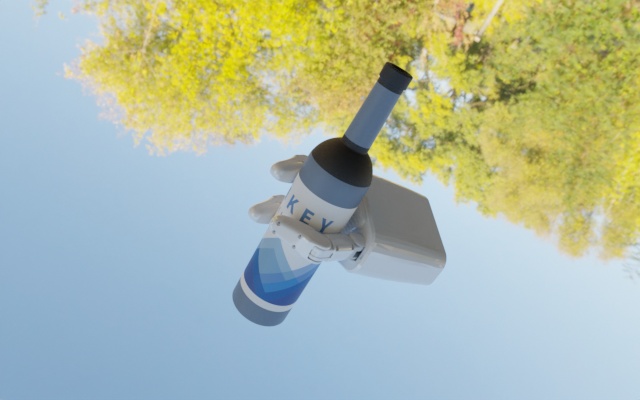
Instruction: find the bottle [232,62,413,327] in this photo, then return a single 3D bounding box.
[{"bbox_3d":[0.000,0.002,0.474,0.069,0.296,0.069,25,26,-13],"label":"bottle"}]
